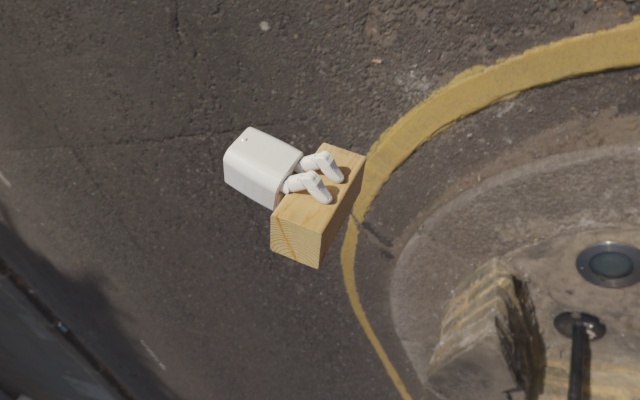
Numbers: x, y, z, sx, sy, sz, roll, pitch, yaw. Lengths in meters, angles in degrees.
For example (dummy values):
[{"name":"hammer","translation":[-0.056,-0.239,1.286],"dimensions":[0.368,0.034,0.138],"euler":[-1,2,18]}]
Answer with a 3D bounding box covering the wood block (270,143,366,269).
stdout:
[{"name":"wood block","translation":[0.000,0.003,0.827],"dimensions":[0.090,0.091,0.206],"euler":[20,47,13]}]
